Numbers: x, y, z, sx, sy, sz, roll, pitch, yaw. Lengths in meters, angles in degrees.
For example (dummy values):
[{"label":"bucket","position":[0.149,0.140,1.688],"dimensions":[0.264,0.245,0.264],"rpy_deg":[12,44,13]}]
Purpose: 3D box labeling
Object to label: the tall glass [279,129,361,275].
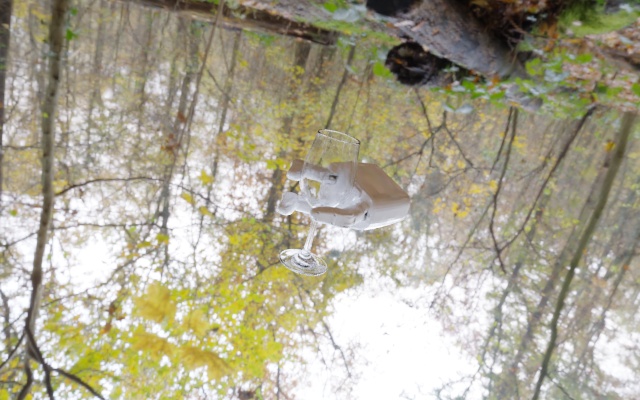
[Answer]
[{"label":"tall glass","position":[0.000,0.003,0.687],"dimensions":[0.079,0.201,0.079],"rpy_deg":[14,19,-5]}]
